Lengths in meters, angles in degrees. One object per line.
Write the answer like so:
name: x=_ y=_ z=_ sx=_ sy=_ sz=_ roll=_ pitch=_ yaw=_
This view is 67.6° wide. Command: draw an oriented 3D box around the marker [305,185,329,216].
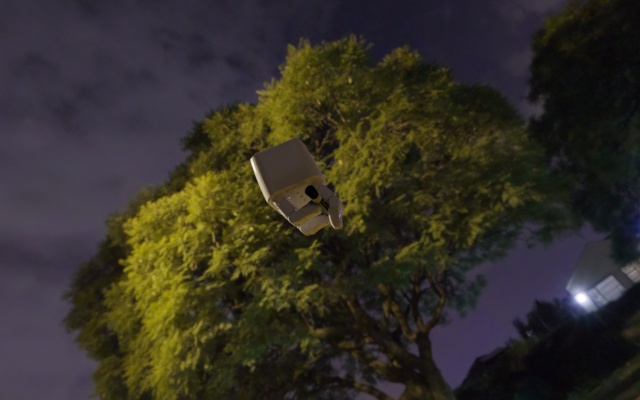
marker: x=0.000 y=0.003 z=0.843 sx=0.020 sy=0.020 sz=0.121 roll=0 pitch=-21 yaw=21
